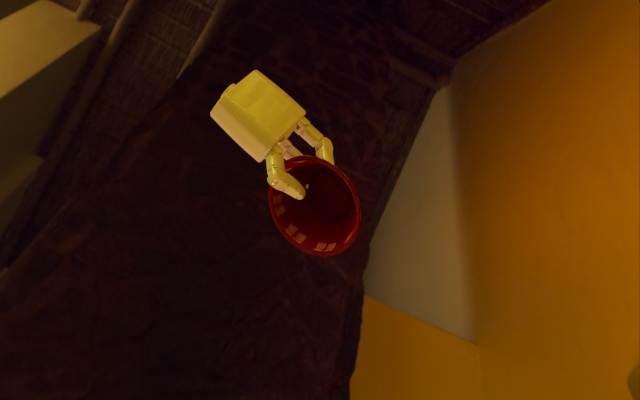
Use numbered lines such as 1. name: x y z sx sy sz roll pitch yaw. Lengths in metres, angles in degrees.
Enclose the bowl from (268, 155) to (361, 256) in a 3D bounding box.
1. bowl: 0.001 0.003 0.740 0.162 0.162 0.055 0 19 32
